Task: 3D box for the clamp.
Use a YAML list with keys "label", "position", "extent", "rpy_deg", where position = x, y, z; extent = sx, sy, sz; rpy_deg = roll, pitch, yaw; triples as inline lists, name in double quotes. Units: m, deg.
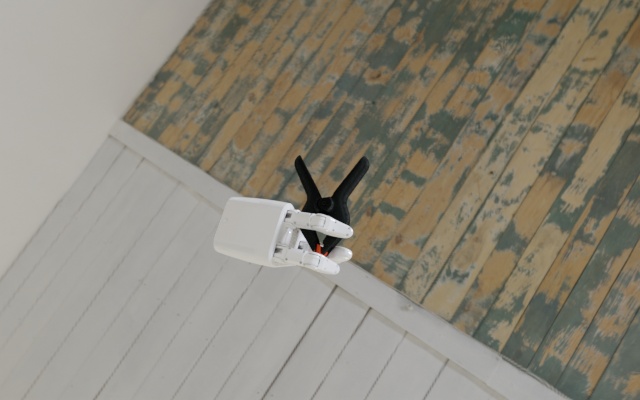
- label: "clamp"
  position: [0.000, 0.003, 0.742]
  extent: [0.120, 0.171, 0.039]
  rpy_deg: [9, -18, 23]
